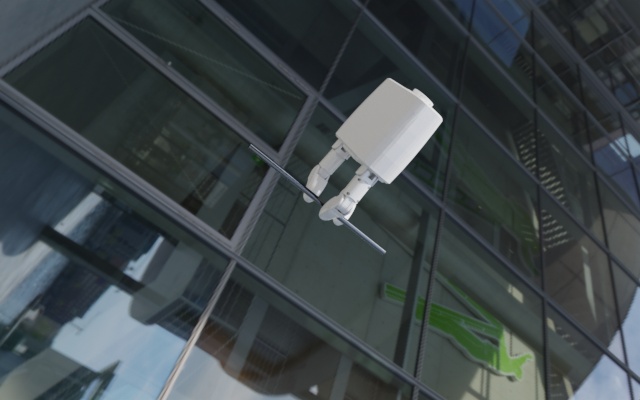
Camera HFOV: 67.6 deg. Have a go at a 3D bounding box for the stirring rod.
[{"bbox_3d":[0.000,0.002,0.639,0.239,0.011,0.011,38,-14,-18],"label":"stirring rod"}]
